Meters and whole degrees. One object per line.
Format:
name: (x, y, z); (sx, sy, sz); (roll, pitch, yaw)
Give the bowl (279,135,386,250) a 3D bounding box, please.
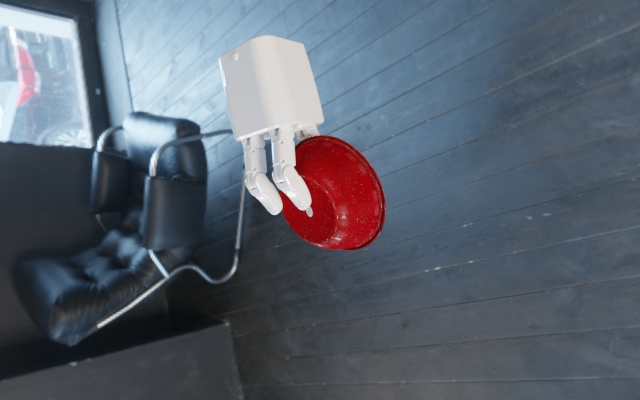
bowl: (0.001, 0.003, 0.605); (0.162, 0.162, 0.055); (0, 22, 41)
